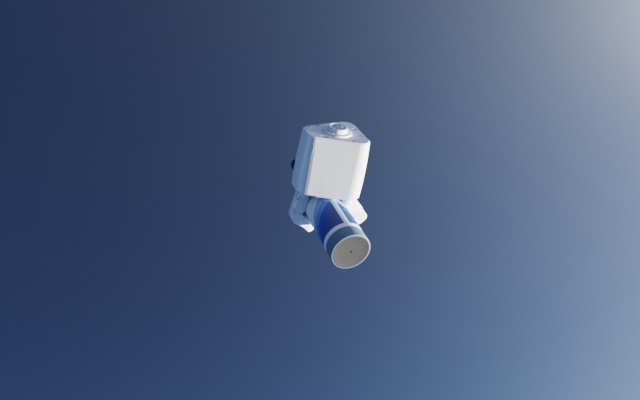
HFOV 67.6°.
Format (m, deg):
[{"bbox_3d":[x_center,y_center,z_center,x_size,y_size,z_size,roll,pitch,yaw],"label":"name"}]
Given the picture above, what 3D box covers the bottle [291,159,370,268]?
[{"bbox_3d":[0.000,0.003,0.858,0.069,0.069,0.295,0,32,-22],"label":"bottle"}]
